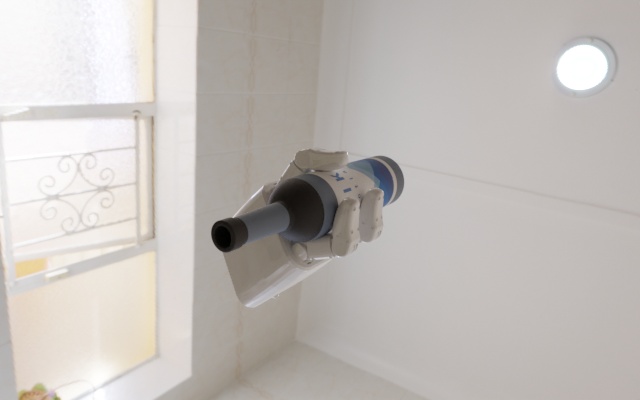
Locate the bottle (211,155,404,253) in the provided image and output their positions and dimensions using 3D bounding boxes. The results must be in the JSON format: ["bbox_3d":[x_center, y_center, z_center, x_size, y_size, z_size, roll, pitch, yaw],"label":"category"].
[{"bbox_3d":[0.000,0.002,0.508,0.069,0.069,0.295,0,11,34],"label":"bottle"}]
